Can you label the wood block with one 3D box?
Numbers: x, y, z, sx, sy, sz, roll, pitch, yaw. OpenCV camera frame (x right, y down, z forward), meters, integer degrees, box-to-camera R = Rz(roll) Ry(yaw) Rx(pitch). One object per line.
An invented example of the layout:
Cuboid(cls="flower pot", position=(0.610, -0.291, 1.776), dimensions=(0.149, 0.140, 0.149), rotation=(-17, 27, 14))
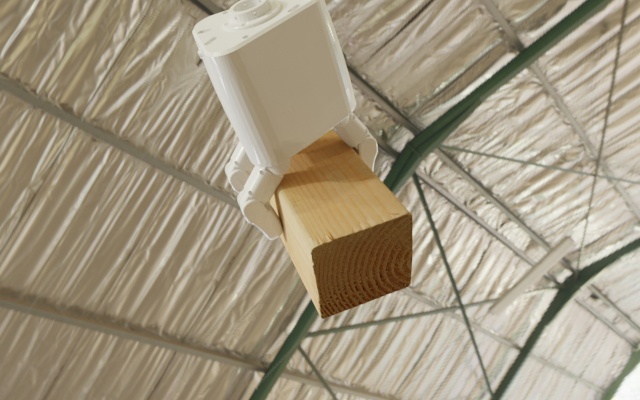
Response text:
Cuboid(cls="wood block", position=(0.000, 0.001, 0.474), dimensions=(0.091, 0.090, 0.206), rotation=(-18, 39, -13))
